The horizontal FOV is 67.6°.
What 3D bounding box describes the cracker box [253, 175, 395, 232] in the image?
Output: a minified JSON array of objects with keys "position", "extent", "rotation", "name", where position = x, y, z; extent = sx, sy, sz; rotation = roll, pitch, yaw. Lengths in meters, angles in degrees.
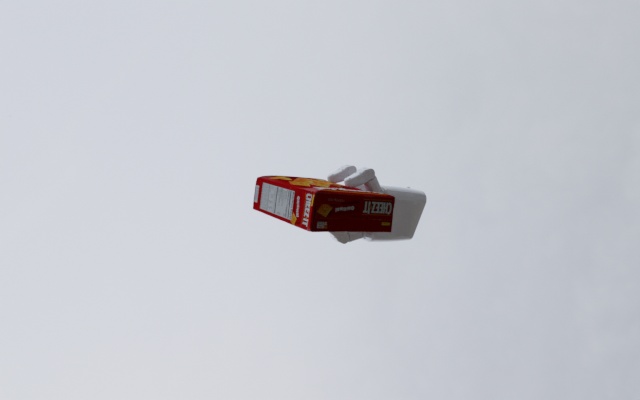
[{"position":[0.000,0.003,0.847],"extent":[0.164,0.072,0.213],"rotation":[2,7,-33],"name":"cracker box"}]
